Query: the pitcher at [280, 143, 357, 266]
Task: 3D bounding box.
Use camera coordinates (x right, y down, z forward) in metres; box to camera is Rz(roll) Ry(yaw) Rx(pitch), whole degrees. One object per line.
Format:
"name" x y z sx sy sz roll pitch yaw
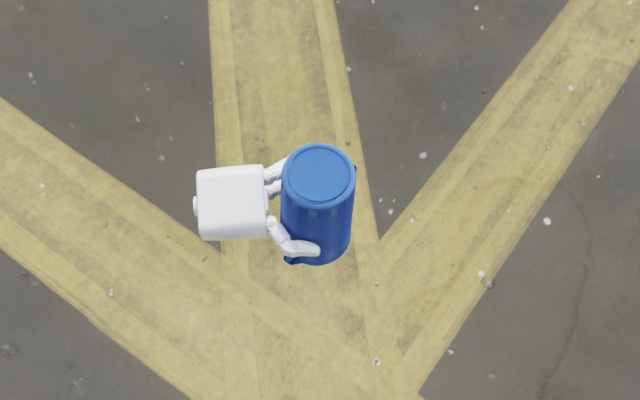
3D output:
"pitcher" 0.000 0.003 0.783 0.145 0.149 0.243 -5 -24 -5
